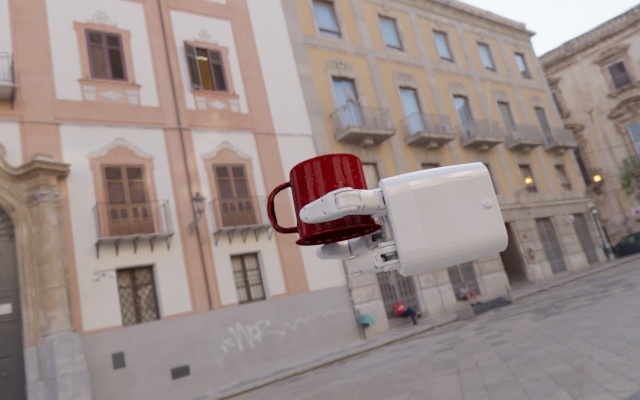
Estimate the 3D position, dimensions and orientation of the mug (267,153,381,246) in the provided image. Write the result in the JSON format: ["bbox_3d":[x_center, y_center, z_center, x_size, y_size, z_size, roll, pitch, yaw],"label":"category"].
[{"bbox_3d":[-0.001,0.002,0.517,0.117,0.081,0.093,-10,-13,-3],"label":"mug"}]
